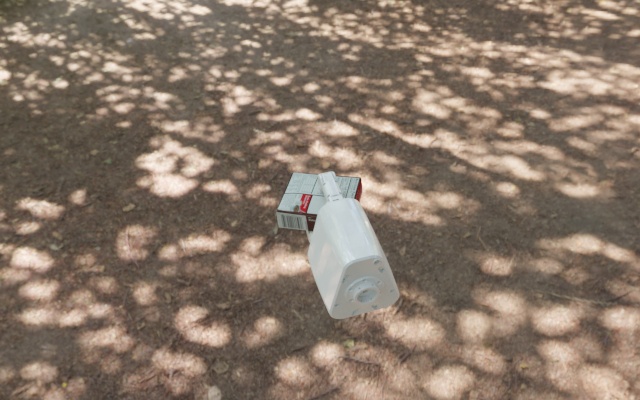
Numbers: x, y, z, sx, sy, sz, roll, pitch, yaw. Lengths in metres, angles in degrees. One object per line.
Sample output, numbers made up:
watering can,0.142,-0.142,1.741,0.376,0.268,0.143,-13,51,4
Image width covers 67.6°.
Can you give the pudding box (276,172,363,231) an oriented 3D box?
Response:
pudding box,0.000,0.002,0.705,0.113,0.039,0.090,7,44,13
